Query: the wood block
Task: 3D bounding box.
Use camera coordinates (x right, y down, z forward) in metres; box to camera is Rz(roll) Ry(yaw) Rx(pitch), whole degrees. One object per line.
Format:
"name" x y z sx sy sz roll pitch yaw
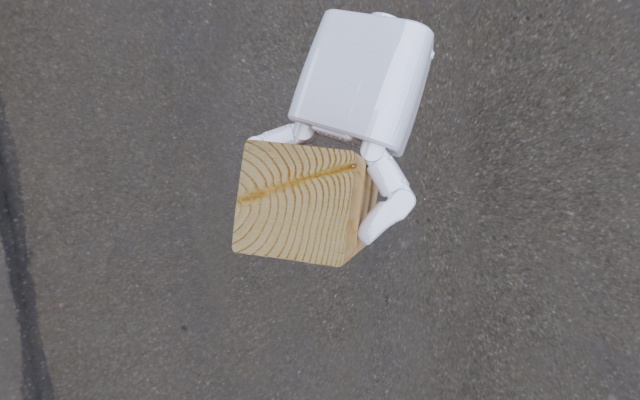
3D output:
"wood block" 0.000 0.001 0.459 0.091 0.090 0.206 7 2 12
